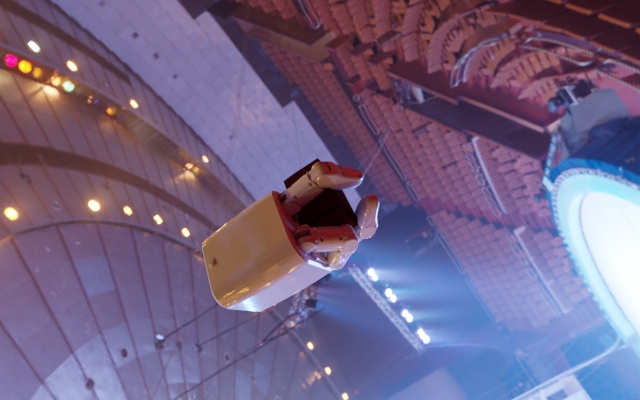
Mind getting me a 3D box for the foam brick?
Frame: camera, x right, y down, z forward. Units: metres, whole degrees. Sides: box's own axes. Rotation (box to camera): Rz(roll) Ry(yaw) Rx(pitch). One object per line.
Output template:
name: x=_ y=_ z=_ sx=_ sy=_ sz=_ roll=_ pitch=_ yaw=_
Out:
foam brick: x=0.000 y=0.002 z=0.548 sx=0.051 sy=0.078 sz=0.053 roll=-33 pitch=-41 yaw=10
